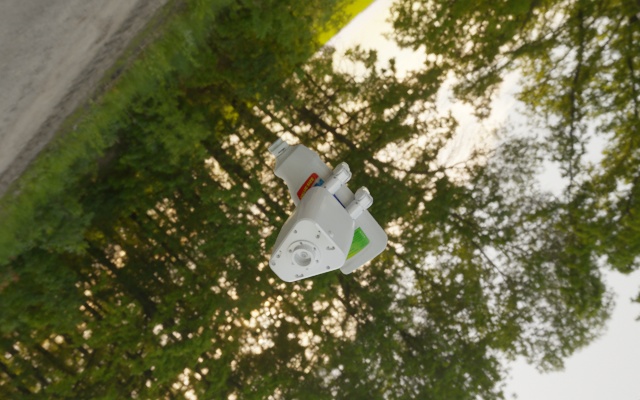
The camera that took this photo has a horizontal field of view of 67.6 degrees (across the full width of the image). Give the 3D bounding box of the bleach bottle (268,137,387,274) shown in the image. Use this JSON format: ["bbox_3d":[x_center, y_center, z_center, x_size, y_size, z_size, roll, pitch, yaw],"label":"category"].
[{"bbox_3d":[0.000,0.003,0.804,0.102,0.251,0.068,-36,14,22],"label":"bleach bottle"}]
